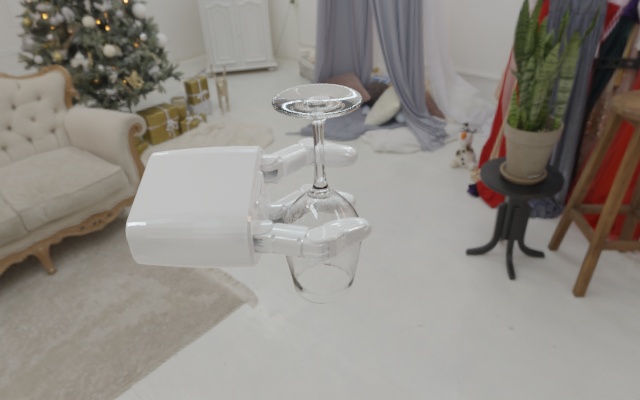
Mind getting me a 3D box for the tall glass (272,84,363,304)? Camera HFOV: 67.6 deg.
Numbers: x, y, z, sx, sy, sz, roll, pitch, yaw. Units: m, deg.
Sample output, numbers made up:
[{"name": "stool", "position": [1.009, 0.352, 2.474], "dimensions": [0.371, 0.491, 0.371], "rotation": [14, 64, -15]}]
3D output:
[{"name": "tall glass", "position": [0.000, 0.001, 0.441], "dimensions": [0.079, 0.201, 0.079], "rotation": [-2, 32, 1]}]
